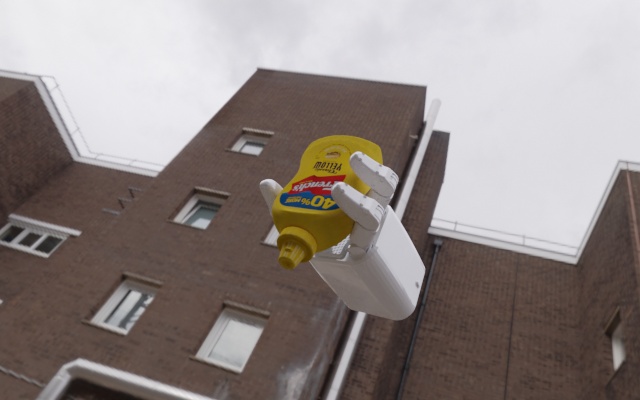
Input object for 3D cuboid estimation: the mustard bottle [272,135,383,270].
[{"bbox_3d":[0.000,0.001,0.533,0.096,0.058,0.191,8,43,21],"label":"mustard bottle"}]
